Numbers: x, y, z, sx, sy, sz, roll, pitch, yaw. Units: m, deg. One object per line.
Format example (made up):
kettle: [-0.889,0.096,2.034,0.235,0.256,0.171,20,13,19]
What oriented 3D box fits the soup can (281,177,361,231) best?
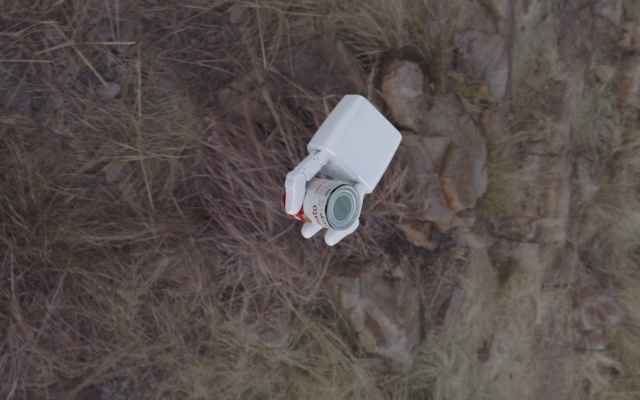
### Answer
soup can: [0.000,0.003,0.695,0.068,0.068,0.102,0,9,-42]
